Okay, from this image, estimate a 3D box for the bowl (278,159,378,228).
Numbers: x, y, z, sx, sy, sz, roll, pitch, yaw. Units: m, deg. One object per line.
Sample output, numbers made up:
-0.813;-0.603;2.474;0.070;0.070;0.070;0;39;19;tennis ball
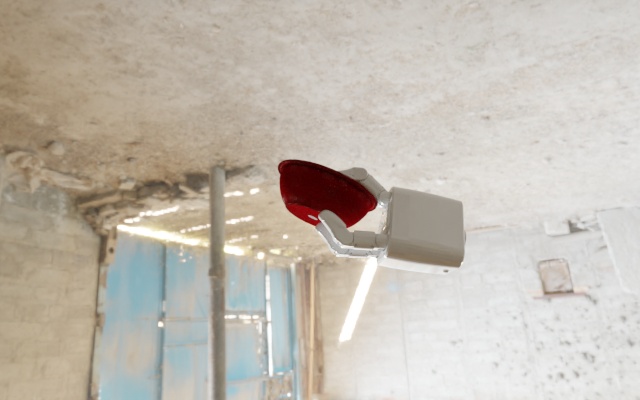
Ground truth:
-0.001;0.002;0.713;0.162;0.055;0.162;22;-17;7;bowl
